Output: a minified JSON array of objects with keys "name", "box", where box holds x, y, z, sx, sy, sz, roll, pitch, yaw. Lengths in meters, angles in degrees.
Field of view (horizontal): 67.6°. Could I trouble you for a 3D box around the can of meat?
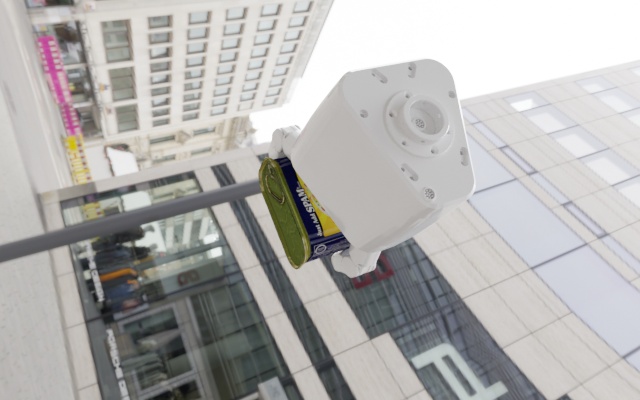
[{"name":"can of meat","box":[0.000,0.001,0.445,0.084,0.102,0.057,-16,-17,-23]}]
